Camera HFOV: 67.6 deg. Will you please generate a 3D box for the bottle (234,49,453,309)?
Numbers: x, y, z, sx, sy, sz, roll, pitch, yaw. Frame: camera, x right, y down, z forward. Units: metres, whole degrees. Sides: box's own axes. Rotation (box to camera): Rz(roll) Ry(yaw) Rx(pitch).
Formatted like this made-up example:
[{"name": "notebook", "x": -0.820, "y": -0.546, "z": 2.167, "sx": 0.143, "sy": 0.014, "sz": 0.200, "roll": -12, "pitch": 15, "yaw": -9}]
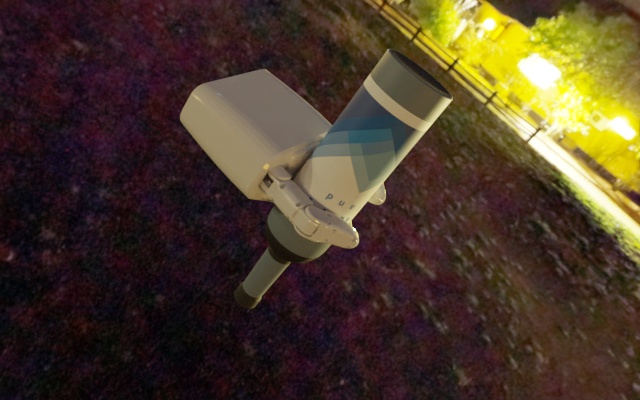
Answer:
[{"name": "bottle", "x": 0.000, "y": 0.001, "z": 0.451, "sx": 0.069, "sy": 0.296, "sz": 0.069, "roll": 30, "pitch": 27, "yaw": -17}]
